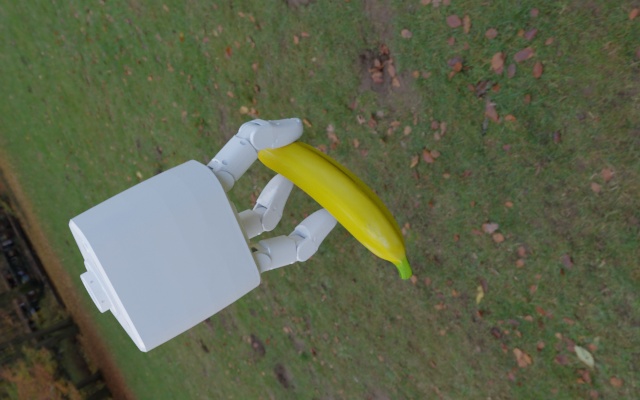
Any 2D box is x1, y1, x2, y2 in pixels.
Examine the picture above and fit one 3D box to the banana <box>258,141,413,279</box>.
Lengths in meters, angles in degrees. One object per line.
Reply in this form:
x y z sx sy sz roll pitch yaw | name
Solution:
0.004 -0.008 0.419 0.037 0.197 0.070 -34 -27 -29 | banana
